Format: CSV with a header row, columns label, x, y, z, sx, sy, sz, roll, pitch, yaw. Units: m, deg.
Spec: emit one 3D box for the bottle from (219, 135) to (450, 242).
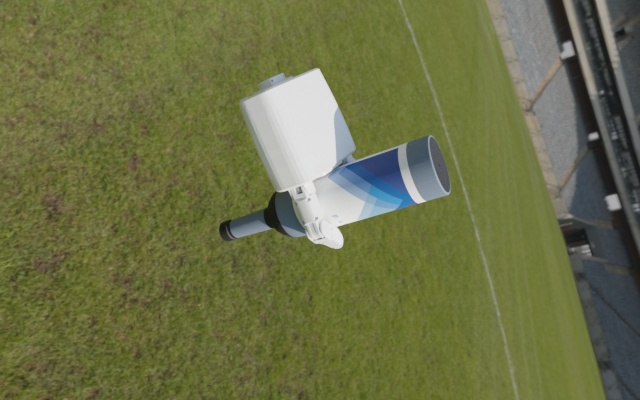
label,x,y,z,sx,sy,sz,roll,pitch,yaw
bottle,0.000,0.002,0.569,0.296,0.069,0.069,-18,-8,26
